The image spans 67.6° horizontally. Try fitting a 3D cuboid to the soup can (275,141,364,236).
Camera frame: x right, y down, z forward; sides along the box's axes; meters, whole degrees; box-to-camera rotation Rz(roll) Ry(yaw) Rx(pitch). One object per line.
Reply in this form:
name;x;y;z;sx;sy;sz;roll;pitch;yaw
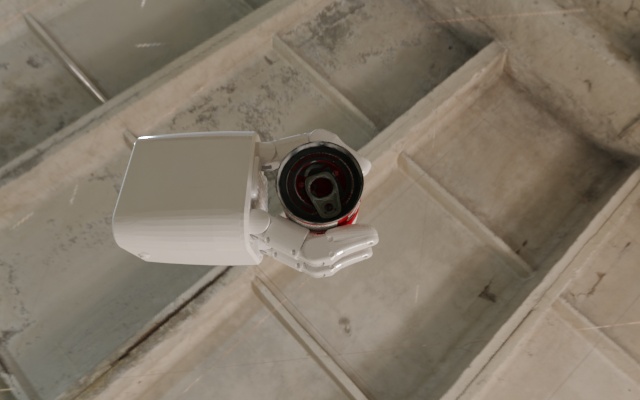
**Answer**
soup can;0.001;0.001;0.412;0.068;0.068;0.102;0;-19;1
